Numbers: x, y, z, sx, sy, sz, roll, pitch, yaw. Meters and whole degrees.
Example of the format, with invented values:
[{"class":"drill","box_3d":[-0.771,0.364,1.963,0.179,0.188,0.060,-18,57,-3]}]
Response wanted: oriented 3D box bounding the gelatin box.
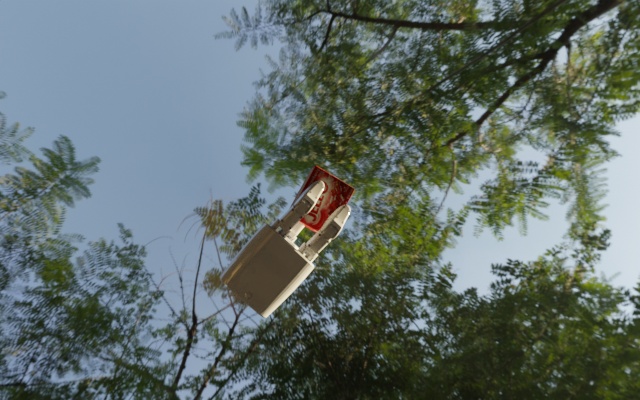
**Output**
[{"class":"gelatin box","box_3d":[0.000,0.002,0.737,0.073,0.089,0.030,30,-8,-12]}]
